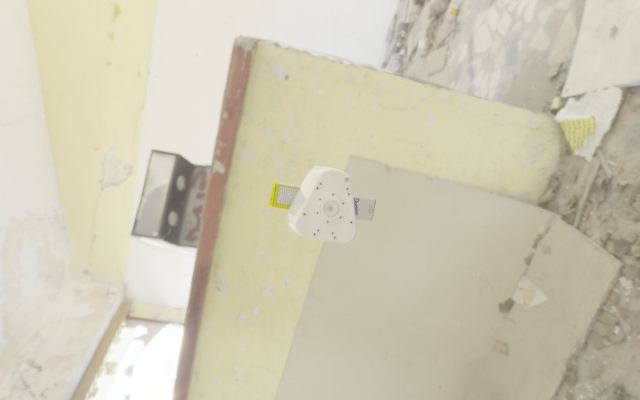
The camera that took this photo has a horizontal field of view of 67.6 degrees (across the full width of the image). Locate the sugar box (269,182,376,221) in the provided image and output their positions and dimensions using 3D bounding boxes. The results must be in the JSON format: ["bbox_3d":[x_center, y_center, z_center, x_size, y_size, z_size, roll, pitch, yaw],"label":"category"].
[{"bbox_3d":[0.000,0.003,0.846,0.176,0.048,0.093,11,0,-10],"label":"sugar box"}]
